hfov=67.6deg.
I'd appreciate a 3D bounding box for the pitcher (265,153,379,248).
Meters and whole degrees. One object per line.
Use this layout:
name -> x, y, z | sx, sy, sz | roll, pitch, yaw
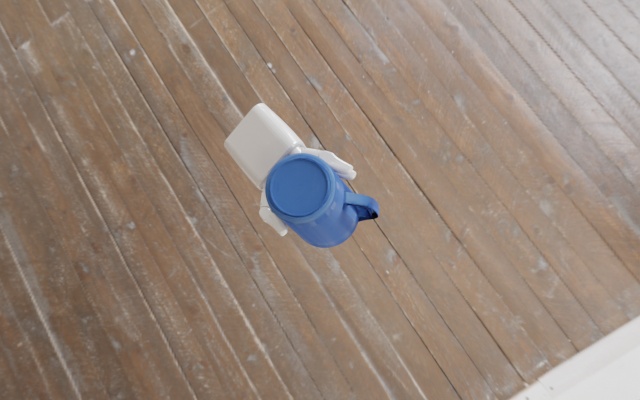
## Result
pitcher -> 0.000, 0.003, 0.808 | 0.149, 0.145, 0.243 | -41, -15, 0
